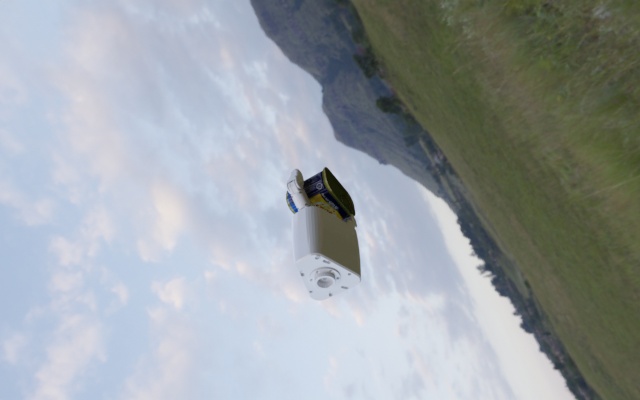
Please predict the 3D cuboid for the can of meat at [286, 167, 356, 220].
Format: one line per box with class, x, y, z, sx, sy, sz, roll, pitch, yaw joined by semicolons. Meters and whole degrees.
can of meat;0.000;0.003;0.839;0.084;0.057;0.102;-28;-50;18
